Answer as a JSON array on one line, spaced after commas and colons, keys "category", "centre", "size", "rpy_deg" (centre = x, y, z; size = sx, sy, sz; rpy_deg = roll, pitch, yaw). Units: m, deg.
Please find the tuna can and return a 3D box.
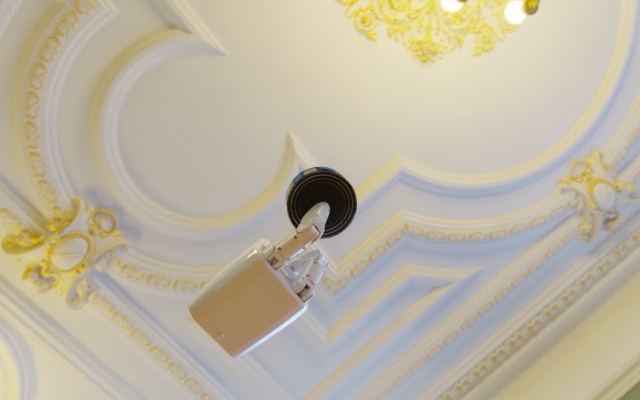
[{"category": "tuna can", "centre": [0.000, 0.002, 0.589], "size": [0.086, 0.086, 0.033], "rpy_deg": [0, 16, -8]}]
